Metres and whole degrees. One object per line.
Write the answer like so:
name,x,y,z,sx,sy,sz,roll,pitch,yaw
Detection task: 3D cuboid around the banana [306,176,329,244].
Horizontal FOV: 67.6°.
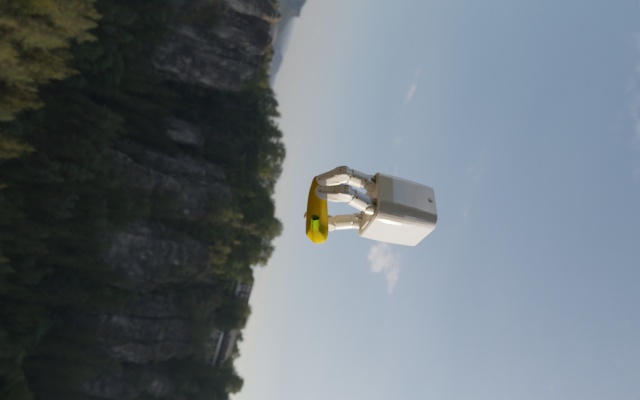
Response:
banana,-0.003,0.021,0.787,0.037,0.070,0.197,10,21,-5
